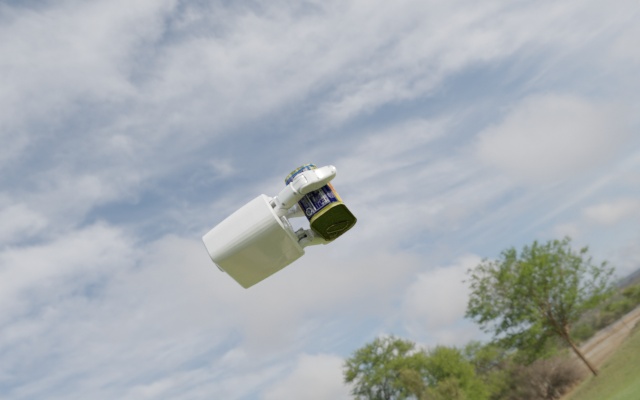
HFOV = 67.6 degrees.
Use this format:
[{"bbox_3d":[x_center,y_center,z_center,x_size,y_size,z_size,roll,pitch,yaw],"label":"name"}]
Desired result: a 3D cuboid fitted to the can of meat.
[{"bbox_3d":[0.000,0.002,0.696,0.057,0.084,0.102,-36,-27,5],"label":"can of meat"}]
